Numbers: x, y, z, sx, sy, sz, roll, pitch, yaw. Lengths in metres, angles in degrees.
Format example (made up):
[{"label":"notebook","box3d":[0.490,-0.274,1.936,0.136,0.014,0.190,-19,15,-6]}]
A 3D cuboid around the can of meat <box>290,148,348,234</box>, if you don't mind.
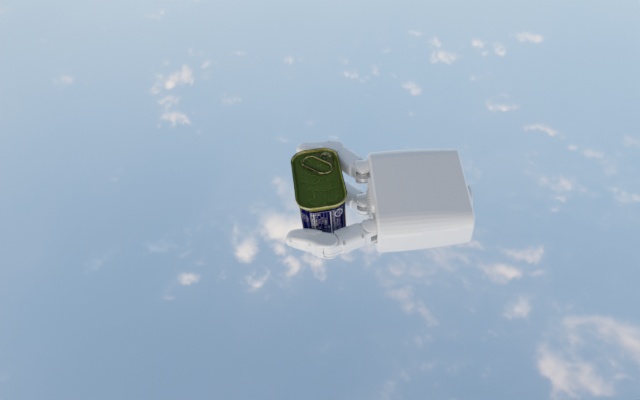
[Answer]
[{"label":"can of meat","box3d":[0.000,0.002,0.568,0.057,0.084,0.102,-8,44,-2]}]
